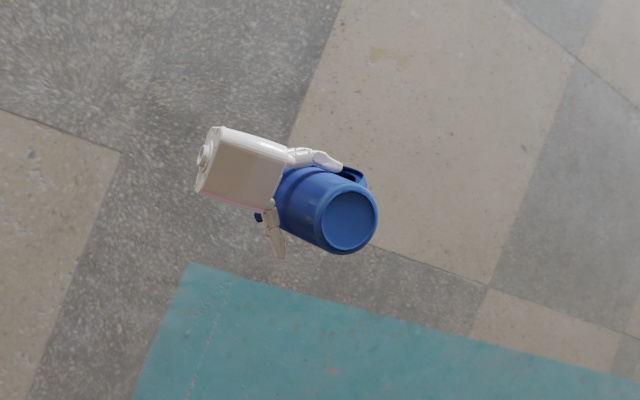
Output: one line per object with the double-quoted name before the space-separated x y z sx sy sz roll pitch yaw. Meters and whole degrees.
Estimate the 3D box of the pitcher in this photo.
"pitcher" 0.000 0.003 0.790 0.145 0.149 0.243 19 2 -26
